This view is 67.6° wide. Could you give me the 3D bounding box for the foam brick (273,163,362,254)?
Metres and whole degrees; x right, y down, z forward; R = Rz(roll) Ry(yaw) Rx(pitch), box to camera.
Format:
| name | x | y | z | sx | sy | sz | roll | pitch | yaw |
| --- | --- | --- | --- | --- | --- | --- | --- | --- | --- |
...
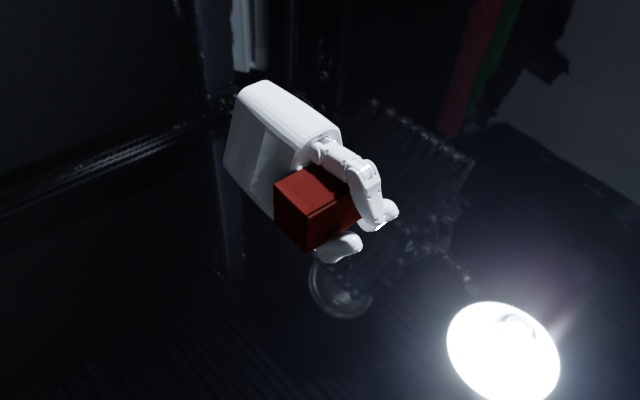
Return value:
| name | x | y | z | sx | sy | sz | roll | pitch | yaw |
| --- | --- | --- | --- | --- | --- | --- | --- | --- | --- |
| foam brick | 0.000 | 0.002 | 0.448 | 0.078 | 0.053 | 0.051 | -30 | 55 | -30 |
